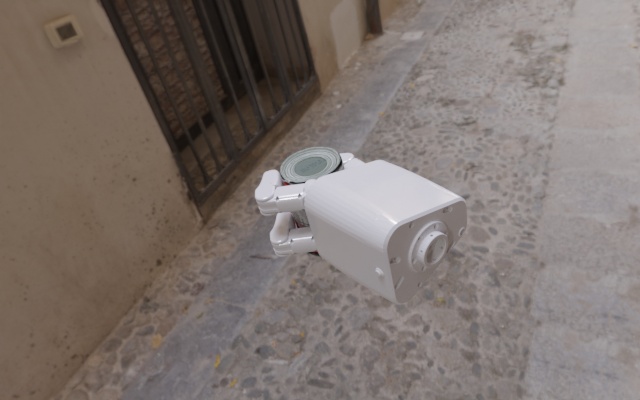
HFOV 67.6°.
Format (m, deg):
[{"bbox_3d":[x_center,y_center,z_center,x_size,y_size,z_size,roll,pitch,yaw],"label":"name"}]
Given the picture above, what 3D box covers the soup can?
[{"bbox_3d":[0.000,0.001,0.521,0.068,0.102,0.068,-10,36,7],"label":"soup can"}]
